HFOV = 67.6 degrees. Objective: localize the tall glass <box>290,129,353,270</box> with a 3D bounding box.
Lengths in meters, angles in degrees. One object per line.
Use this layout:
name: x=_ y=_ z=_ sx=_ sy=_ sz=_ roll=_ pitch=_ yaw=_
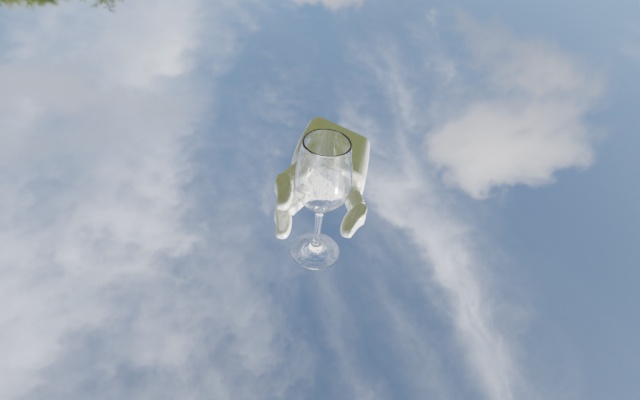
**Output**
tall glass: x=0.000 y=0.003 z=0.656 sx=0.079 sy=0.201 sz=0.079 roll=4 pitch=42 yaw=-3
